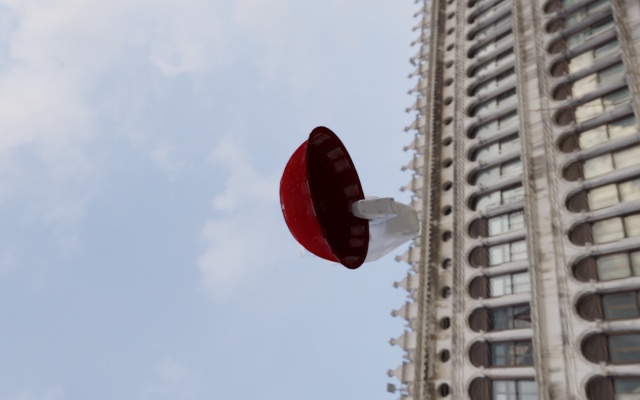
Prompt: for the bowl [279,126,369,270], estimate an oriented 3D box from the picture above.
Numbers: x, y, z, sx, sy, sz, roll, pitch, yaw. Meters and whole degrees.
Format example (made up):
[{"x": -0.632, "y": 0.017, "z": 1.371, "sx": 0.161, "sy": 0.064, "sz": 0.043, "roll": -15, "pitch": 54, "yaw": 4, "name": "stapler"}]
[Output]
[{"x": -0.001, "y": 0.001, "z": 0.534, "sx": 0.055, "sy": 0.162, "sz": 0.162, "roll": -14, "pitch": -6, "yaw": 23, "name": "bowl"}]
